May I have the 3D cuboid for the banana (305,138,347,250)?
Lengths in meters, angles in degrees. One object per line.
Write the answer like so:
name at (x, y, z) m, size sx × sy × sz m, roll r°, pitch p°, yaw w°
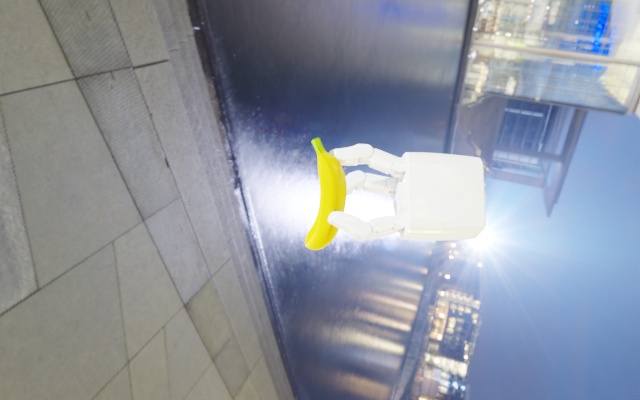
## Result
banana at (0.007, 0.011, 0.677) m, size 0.037 × 0.198 × 0.069 m, roll -10°, pitch 41°, yaw -21°
